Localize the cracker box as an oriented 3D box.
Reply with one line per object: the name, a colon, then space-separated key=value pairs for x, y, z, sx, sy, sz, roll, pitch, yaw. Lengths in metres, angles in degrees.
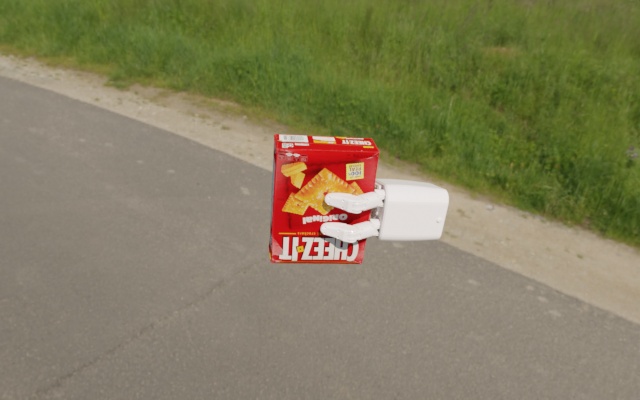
cracker box: x=0.000 y=0.002 z=0.797 sx=0.164 sy=0.214 sz=0.072 roll=2 pitch=27 yaw=-7
